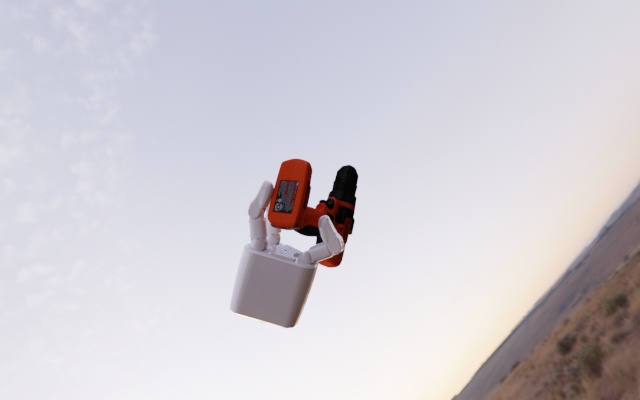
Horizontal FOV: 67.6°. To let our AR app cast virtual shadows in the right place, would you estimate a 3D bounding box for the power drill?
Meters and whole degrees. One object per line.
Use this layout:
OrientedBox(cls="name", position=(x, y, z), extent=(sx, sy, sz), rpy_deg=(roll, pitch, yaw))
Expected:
OrientedBox(cls="power drill", position=(0.000, 0.003, 0.771), extent=(0.057, 0.184, 0.188), rpy_deg=(2, -19, 32))
